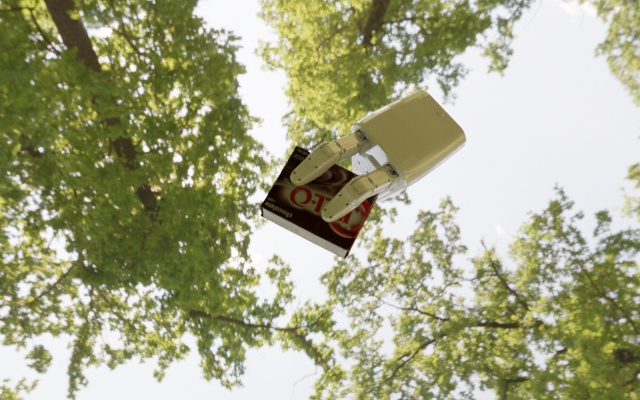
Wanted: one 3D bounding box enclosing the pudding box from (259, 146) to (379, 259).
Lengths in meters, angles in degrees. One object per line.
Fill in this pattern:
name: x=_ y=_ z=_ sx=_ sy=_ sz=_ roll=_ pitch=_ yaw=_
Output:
pudding box: x=0.000 y=0.002 z=0.549 sx=0.113 sy=0.090 sz=0.039 roll=25 pitch=-25 yaw=7
